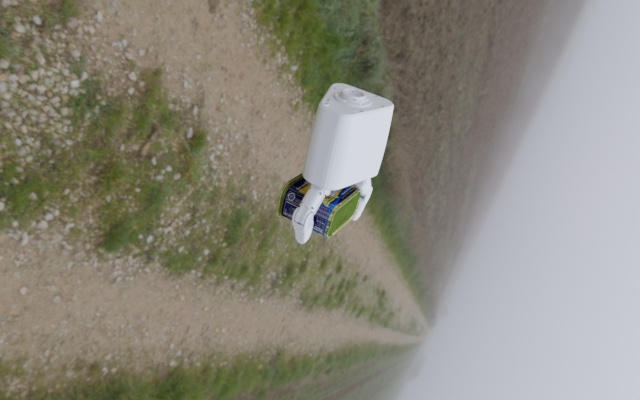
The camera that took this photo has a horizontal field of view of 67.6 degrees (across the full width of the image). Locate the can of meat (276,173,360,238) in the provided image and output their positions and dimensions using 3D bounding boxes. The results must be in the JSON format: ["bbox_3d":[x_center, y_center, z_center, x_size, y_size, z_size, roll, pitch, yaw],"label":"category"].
[{"bbox_3d":[0.000,0.002,0.685,0.084,0.057,0.102,25,32,19],"label":"can of meat"}]
